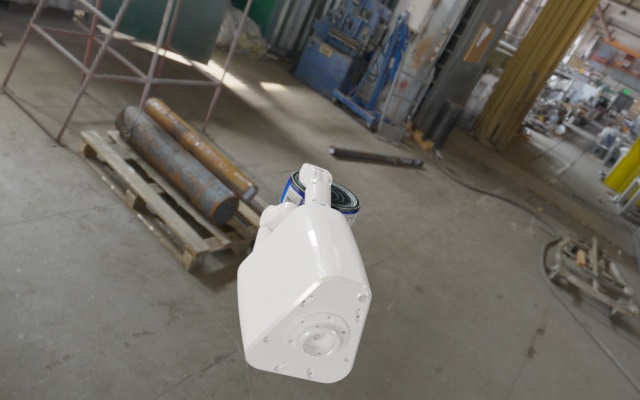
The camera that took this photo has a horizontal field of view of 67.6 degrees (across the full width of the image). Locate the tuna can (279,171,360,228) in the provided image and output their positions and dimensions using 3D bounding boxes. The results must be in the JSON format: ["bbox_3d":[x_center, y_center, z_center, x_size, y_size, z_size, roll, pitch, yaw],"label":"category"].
[{"bbox_3d":[0.000,0.001,0.527,0.086,0.034,0.086,22,20,-8],"label":"tuna can"}]
